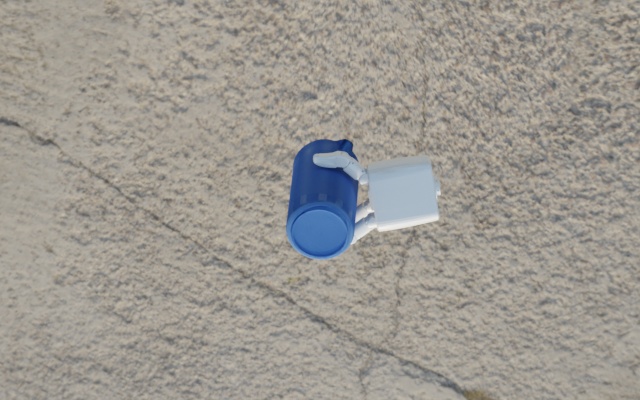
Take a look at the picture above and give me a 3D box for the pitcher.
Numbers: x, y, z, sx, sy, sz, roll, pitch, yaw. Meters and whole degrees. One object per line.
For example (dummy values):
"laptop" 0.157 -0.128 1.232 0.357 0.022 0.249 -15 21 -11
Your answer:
"pitcher" 0.000 0.003 0.846 0.145 0.149 0.242 -8 27 8
